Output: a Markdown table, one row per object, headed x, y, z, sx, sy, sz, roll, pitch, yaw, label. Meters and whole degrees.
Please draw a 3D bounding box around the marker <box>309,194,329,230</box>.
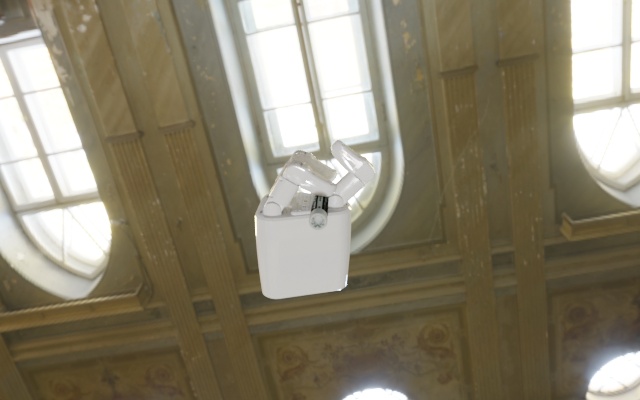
| x | y | z | sx | sy | sz | roll | pitch | yaw | label |
| --- | --- | --- | --- | --- | --- | --- | --- | --- | --- |
| 0.000 | 0.002 | 0.538 | 0.020 | 0.020 | 0.121 | 0 | 19 | 3 | marker |
